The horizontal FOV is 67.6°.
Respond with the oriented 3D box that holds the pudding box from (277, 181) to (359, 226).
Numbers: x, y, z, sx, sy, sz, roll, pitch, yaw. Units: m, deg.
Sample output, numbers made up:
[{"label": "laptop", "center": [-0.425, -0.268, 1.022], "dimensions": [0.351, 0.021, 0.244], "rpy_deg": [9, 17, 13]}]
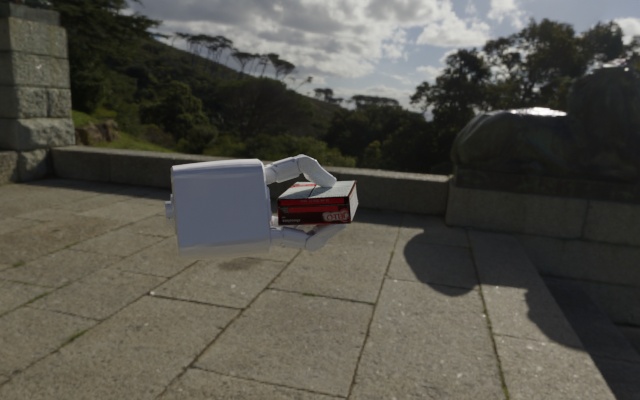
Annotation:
[{"label": "pudding box", "center": [0.000, 0.002, 0.615], "dimensions": [0.090, 0.039, 0.113], "rpy_deg": [-1, 14, 10]}]
